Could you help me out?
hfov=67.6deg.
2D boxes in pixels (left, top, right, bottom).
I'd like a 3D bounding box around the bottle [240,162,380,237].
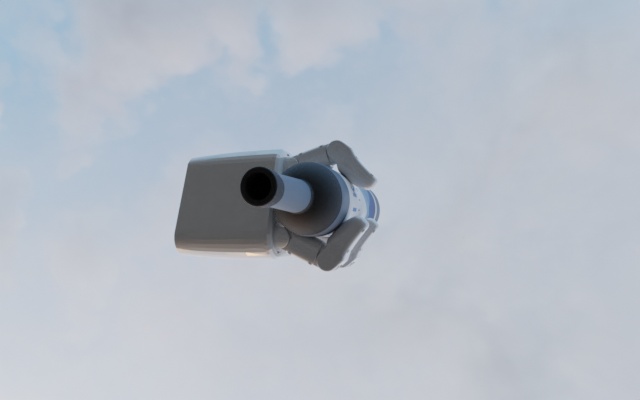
[{"bbox_3d":[0.000,0.002,0.461,0.069,0.069,0.296,0,-4,17],"label":"bottle"}]
